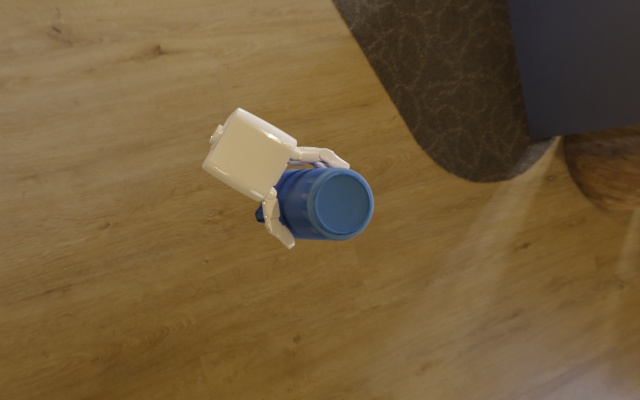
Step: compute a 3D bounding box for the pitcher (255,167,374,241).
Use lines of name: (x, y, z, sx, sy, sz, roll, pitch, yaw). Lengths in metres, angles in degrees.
pitcher: (0.000, 0.003, 0.806, 0.145, 0.149, 0.243, 32, -11, -18)
